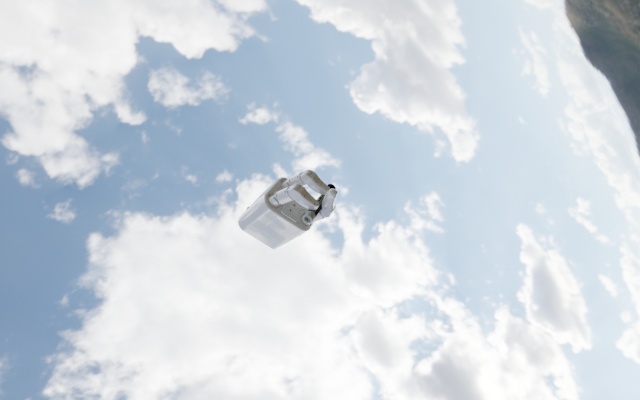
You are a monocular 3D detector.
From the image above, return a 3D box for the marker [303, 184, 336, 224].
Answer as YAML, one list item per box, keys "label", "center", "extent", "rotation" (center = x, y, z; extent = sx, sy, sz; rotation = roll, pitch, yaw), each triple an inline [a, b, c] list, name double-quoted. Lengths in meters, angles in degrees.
- label: "marker"
  center: [0.000, 0.003, 0.898]
  extent: [0.020, 0.020, 0.121]
  rotation: [0, 31, 27]
